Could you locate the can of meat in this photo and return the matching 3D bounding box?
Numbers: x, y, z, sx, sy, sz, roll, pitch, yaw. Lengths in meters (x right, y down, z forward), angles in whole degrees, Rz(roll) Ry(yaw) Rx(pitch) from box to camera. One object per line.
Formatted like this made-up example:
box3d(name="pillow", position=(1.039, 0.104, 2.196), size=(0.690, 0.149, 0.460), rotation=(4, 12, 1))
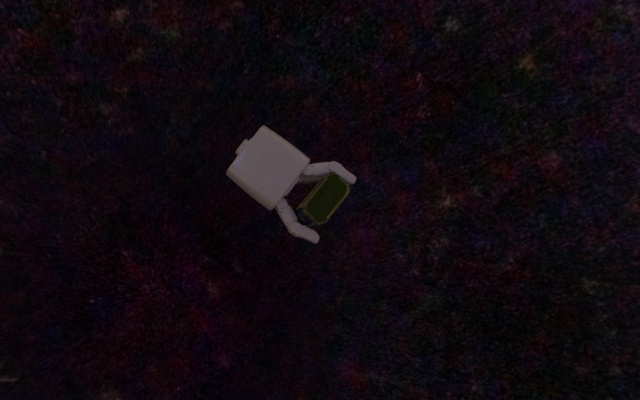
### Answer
box3d(name="can of meat", position=(0.000, 0.003, 0.871), size=(0.057, 0.102, 0.084), rotation=(41, -19, -6))
